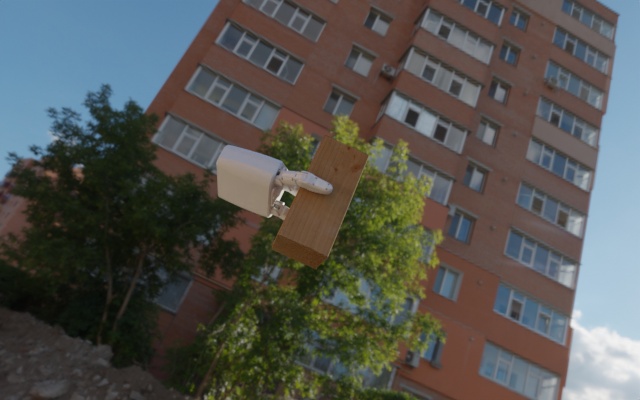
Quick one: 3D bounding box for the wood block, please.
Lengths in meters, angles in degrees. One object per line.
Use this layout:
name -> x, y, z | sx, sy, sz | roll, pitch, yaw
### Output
wood block -> 0.000, 0.002, 0.842 | 0.090, 0.206, 0.091 | 25, -24, -3
